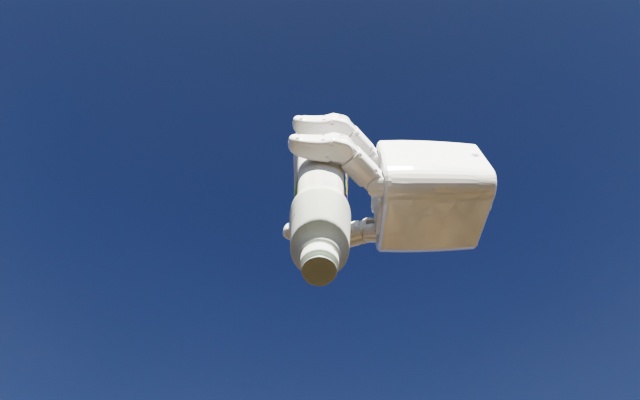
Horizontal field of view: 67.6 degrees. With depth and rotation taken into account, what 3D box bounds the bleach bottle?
[{"bbox_3d":[0.000,0.001,0.481,0.068,0.103,0.250,0,29,0],"label":"bleach bottle"}]
